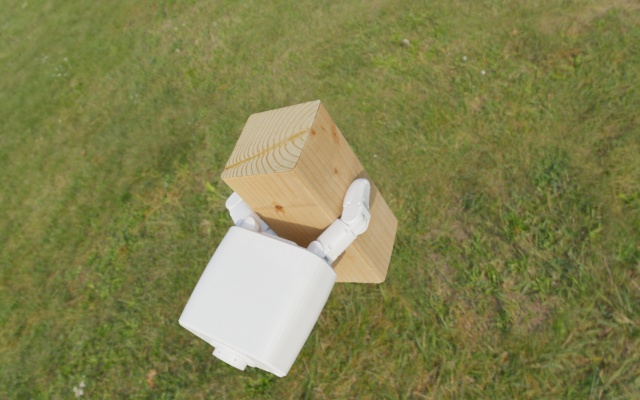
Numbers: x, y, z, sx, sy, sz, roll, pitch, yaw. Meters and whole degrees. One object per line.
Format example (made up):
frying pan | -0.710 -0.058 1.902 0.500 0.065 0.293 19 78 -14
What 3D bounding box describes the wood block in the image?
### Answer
wood block | 0.000 0.002 0.524 0.091 0.090 0.206 -4 -38 32
